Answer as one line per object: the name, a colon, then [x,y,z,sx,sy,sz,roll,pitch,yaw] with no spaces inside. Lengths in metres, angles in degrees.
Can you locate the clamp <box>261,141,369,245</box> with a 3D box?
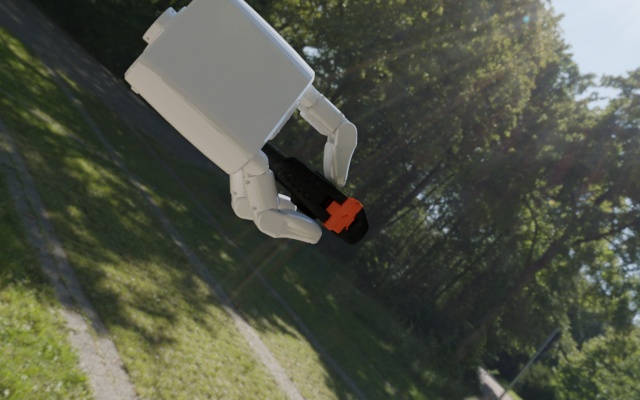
clamp: [0.001,0.001,0.438,0.164,0.036,0.210,42,-2,-22]
